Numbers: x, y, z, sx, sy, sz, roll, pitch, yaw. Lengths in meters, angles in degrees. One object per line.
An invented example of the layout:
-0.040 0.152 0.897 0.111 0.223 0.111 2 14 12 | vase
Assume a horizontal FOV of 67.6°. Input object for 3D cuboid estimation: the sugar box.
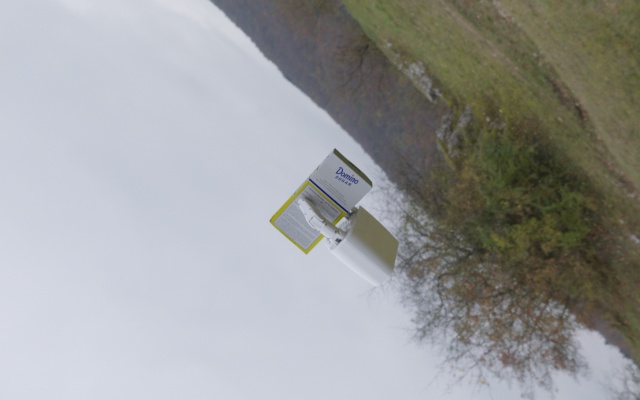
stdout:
0.000 0.003 0.845 0.093 0.176 0.048 41 16 -8 | sugar box
